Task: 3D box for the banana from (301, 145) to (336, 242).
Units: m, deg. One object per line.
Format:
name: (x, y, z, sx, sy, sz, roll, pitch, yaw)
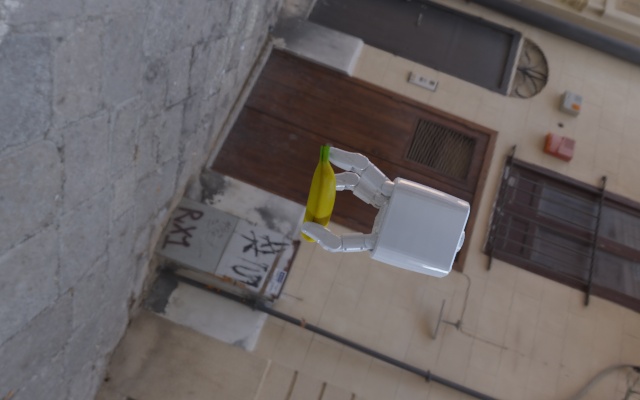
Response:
banana: (-0.003, 0.014, 0.689, 0.037, 0.069, 0.198, 14, -41, 0)
